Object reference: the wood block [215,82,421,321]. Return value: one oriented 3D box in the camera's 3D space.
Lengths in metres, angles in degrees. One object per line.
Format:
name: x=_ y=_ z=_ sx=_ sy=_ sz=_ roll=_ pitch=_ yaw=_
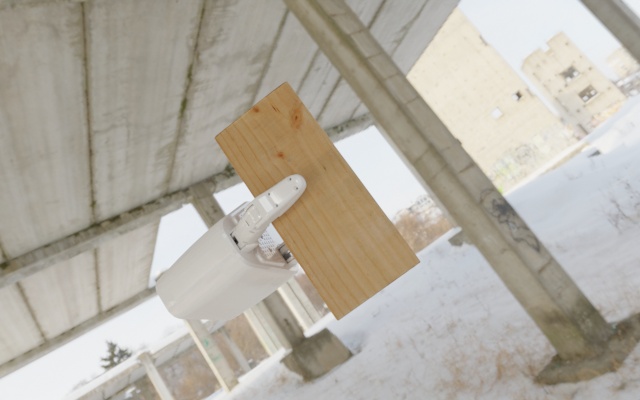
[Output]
wood block: x=0.000 y=0.002 z=0.468 sx=0.090 sy=0.206 sz=0.091 roll=-37 pitch=-12 yaw=5
